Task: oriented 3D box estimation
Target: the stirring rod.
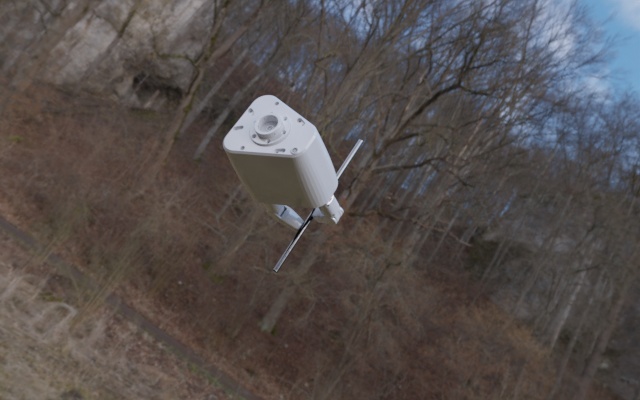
[{"bbox_3d":[0.000,0.002,0.692,0.011,0.239,0.011,29,-21,12],"label":"stirring rod"}]
